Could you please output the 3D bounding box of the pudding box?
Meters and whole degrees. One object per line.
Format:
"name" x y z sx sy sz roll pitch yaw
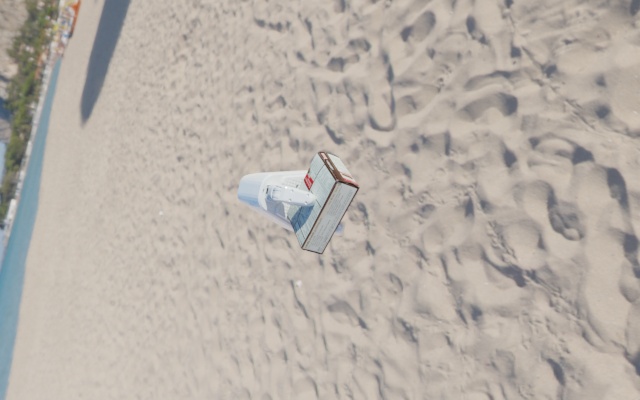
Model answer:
"pudding box" 0.000 0.002 0.650 0.039 0.113 0.090 14 26 -27
